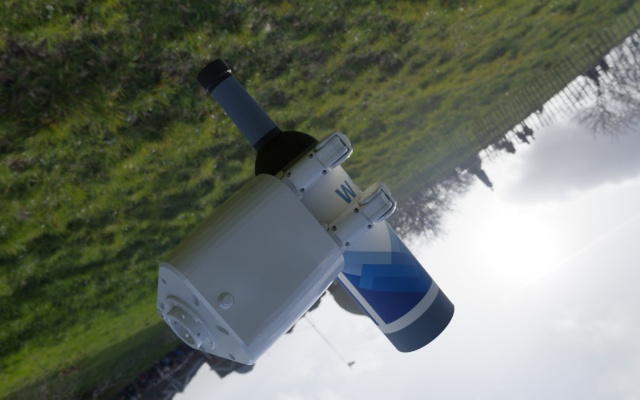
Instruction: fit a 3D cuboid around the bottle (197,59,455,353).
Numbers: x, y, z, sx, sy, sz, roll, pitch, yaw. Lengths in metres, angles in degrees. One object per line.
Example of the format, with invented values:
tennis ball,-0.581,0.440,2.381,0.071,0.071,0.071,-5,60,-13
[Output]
bottle,0.000,0.002,0.417,0.069,0.296,0.069,-40,6,5
